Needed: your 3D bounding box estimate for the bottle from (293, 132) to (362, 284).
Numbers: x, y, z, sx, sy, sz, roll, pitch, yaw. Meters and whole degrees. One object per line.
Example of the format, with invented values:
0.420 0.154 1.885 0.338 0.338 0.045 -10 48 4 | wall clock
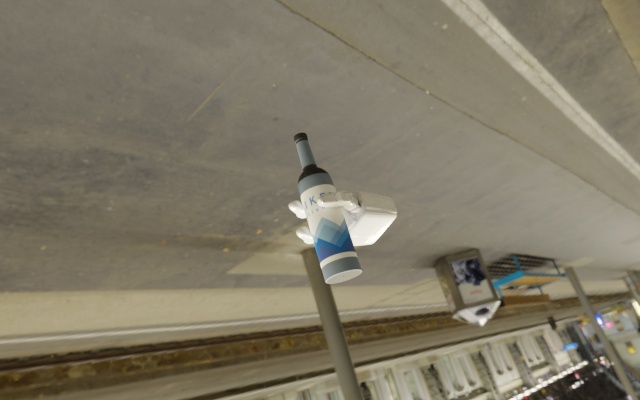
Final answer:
0.000 0.003 0.883 0.069 0.295 0.069 -15 -23 -6 | bottle
